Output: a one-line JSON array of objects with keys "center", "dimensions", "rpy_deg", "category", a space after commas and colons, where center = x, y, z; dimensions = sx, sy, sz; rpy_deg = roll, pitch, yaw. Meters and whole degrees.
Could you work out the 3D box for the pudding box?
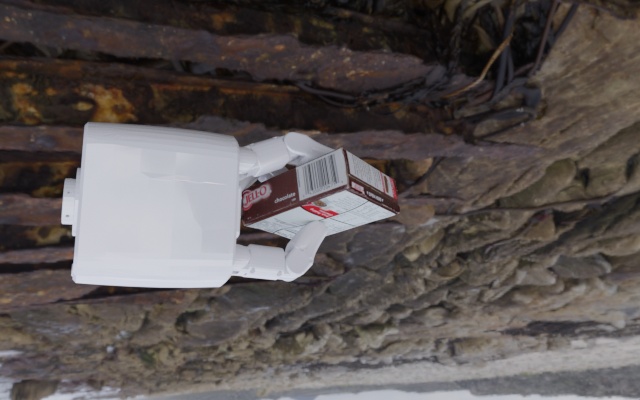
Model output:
[{"center": [0.000, 0.002, 0.425], "dimensions": [0.113, 0.039, 0.090], "rpy_deg": [-19, -24, 31], "category": "pudding box"}]
